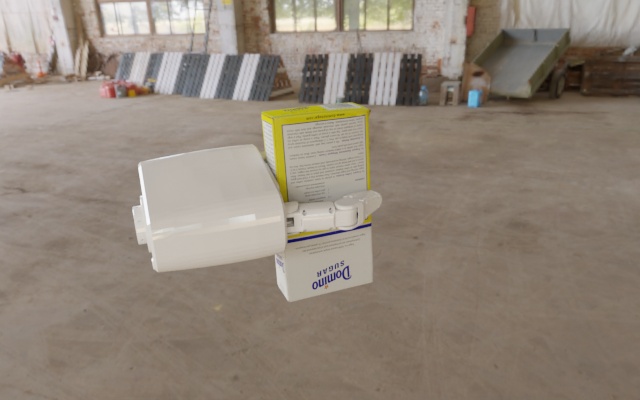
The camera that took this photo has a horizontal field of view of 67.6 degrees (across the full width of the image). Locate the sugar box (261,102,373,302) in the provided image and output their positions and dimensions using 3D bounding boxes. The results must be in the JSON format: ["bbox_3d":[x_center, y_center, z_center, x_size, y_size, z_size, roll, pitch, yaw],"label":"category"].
[{"bbox_3d":[0.000,0.001,0.453,0.093,0.176,0.048,-9,22,-19],"label":"sugar box"}]
